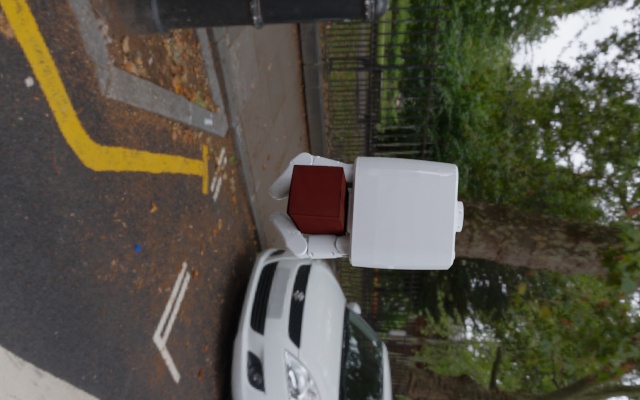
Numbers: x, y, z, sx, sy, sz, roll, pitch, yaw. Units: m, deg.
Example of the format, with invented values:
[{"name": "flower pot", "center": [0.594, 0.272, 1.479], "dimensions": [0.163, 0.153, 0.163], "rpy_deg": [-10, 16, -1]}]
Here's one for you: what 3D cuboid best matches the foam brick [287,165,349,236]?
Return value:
[{"name": "foam brick", "center": [0.000, 0.002, 0.489], "dimensions": [0.051, 0.053, 0.078], "rpy_deg": [4, -17, 9]}]
